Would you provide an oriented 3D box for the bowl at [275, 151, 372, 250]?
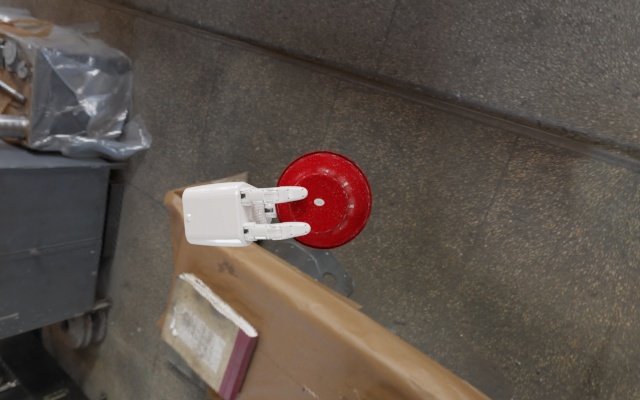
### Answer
[{"bbox_3d":[0.001,0.002,0.751,0.162,0.162,0.055,0,5,8],"label":"bowl"}]
